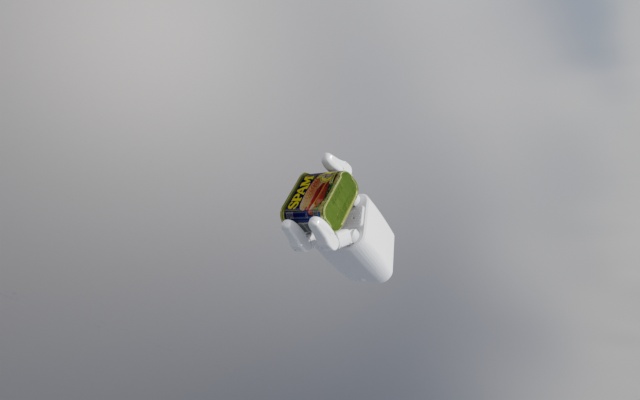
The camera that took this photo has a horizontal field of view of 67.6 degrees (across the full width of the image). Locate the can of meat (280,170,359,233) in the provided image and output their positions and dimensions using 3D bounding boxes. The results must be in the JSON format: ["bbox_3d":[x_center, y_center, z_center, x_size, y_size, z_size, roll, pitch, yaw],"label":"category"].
[{"bbox_3d":[0.000,0.002,0.727,0.084,0.102,0.057,-3,-43,40],"label":"can of meat"}]
